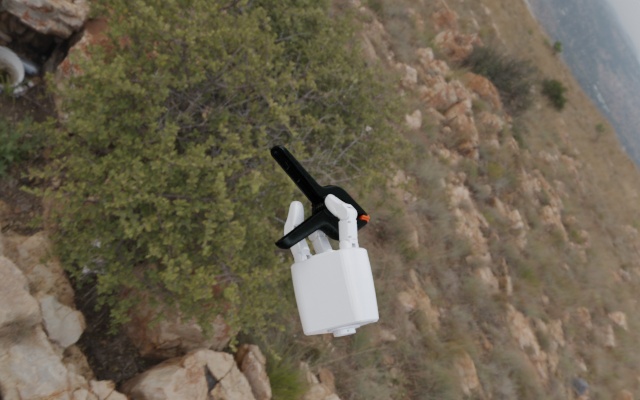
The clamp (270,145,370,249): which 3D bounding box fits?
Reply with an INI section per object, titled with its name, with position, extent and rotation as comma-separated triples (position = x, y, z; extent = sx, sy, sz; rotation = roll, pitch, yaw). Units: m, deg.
[clamp]
position = 0.001, 0.003, 0.762
extent = 0.036, 0.164, 0.210
rotation = -24, -23, 39
